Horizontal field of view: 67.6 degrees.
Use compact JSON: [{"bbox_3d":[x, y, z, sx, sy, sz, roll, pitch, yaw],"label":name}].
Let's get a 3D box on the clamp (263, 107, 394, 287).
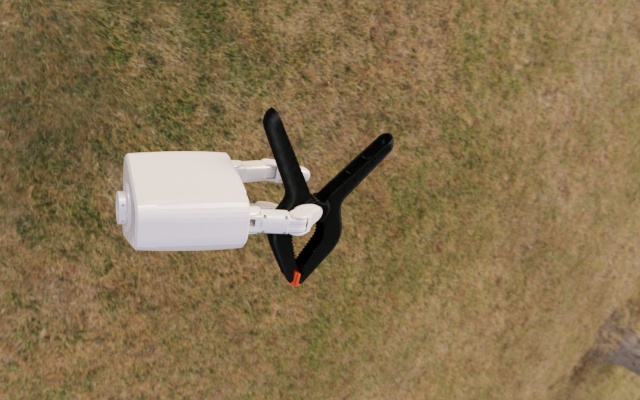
[{"bbox_3d":[0.000,0.003,0.561,0.164,0.210,0.036,0,21,-26],"label":"clamp"}]
